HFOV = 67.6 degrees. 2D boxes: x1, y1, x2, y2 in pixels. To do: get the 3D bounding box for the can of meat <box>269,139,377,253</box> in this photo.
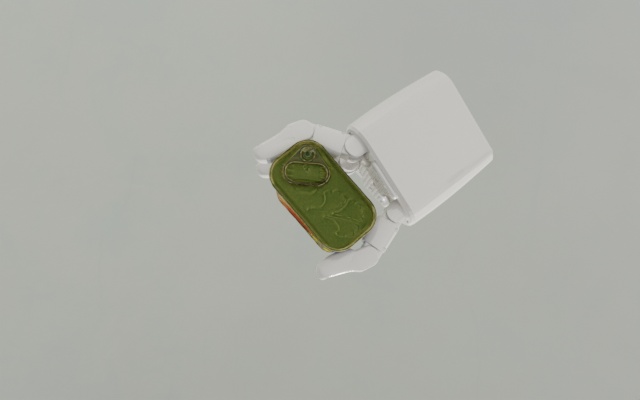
[{"bbox_3d":[0.000,0.002,0.455,0.057,0.102,0.084,-40,-6,-8],"label":"can of meat"}]
